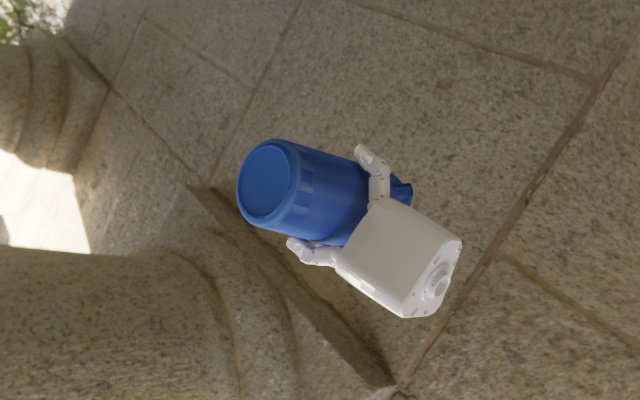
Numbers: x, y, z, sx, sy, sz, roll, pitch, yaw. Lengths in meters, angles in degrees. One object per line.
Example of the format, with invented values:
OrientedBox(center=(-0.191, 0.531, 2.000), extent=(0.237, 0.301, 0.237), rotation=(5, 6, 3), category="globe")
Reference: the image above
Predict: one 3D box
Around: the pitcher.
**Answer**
OrientedBox(center=(0.000, 0.002, 0.653), extent=(0.145, 0.149, 0.243), rotation=(32, 11, 39), category="pitcher")
